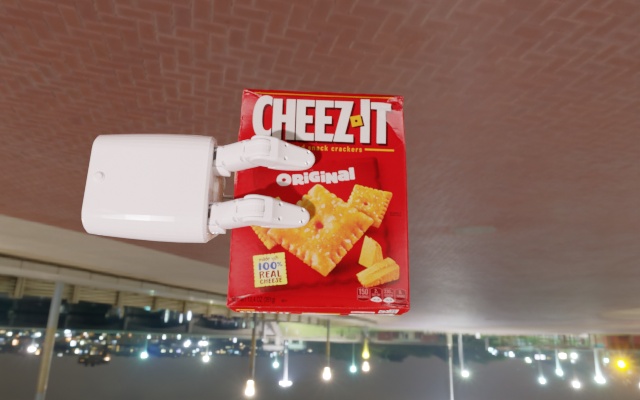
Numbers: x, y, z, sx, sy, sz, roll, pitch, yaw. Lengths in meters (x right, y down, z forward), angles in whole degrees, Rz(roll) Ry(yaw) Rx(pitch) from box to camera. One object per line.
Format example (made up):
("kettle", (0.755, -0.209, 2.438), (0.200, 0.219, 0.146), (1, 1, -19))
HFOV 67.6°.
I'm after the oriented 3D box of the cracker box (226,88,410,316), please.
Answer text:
("cracker box", (0.000, 0.002, 0.468), (0.164, 0.213, 0.072), (2, -16, -3))
